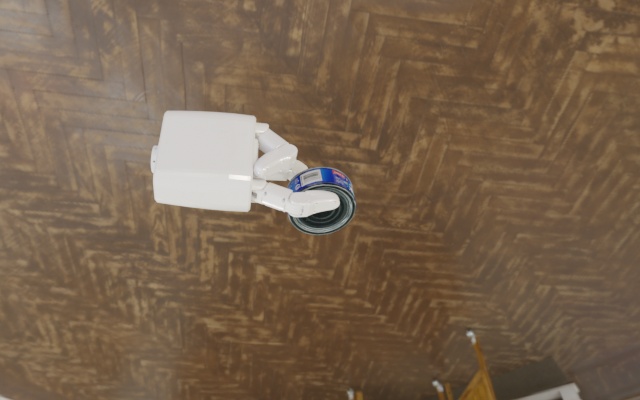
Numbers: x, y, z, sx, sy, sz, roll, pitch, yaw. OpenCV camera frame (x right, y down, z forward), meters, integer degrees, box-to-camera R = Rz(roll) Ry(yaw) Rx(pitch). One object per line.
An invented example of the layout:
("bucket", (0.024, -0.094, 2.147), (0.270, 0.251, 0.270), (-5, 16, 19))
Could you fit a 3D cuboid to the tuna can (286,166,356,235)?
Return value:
("tuna can", (0.000, 0.002, 0.586), (0.086, 0.086, 0.033), (0, 41, -10))
